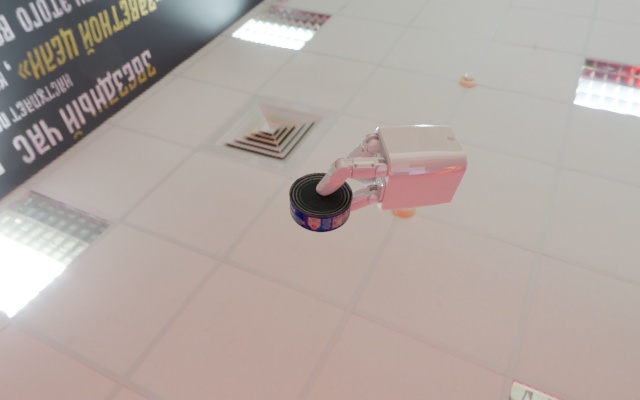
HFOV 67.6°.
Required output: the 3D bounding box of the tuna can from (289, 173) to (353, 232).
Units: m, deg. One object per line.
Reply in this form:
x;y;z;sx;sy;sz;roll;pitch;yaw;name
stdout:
0.000;0.003;0.653;0.086;0.034;0.086;2;44;-2;tuna can
